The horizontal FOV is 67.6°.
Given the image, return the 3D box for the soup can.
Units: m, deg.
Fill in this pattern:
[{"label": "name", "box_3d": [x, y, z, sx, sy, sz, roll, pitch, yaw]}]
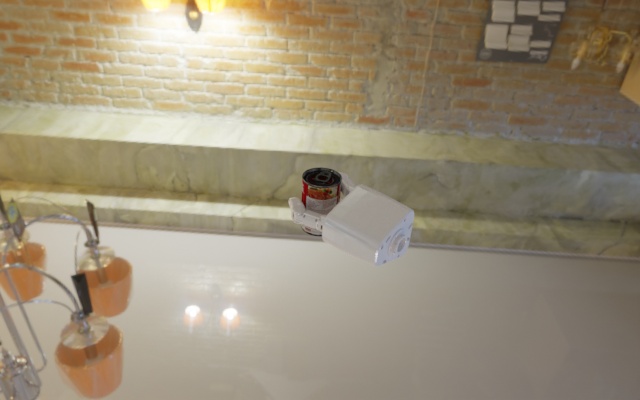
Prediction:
[{"label": "soup can", "box_3d": [0.000, 0.003, 0.832, 0.068, 0.102, 0.068, 3, 32, -2]}]
